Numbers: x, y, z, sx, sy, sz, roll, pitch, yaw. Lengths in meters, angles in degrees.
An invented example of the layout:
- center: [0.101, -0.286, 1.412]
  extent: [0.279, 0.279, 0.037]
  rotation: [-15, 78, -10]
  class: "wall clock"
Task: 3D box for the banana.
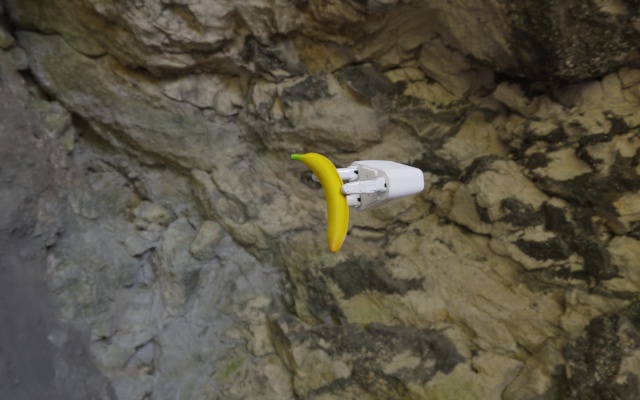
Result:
- center: [0.014, -0.008, 0.852]
  extent: [0.069, 0.197, 0.037]
  rotation: [-29, -17, 25]
  class: "banana"
